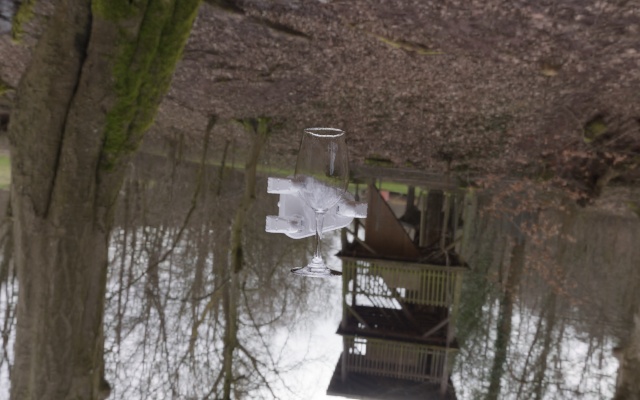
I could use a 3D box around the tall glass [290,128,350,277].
[{"bbox_3d":[0.000,0.003,0.672,0.079,0.201,0.079,3,0,0],"label":"tall glass"}]
